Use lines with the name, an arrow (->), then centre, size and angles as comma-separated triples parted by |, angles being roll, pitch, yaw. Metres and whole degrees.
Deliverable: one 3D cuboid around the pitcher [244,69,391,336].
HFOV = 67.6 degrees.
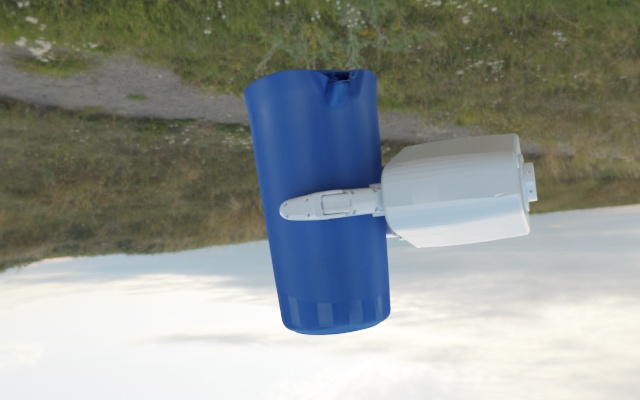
pitcher -> 0.000, 0.002, 0.483 | 0.145, 0.243, 0.149 | -8, -3, 25
